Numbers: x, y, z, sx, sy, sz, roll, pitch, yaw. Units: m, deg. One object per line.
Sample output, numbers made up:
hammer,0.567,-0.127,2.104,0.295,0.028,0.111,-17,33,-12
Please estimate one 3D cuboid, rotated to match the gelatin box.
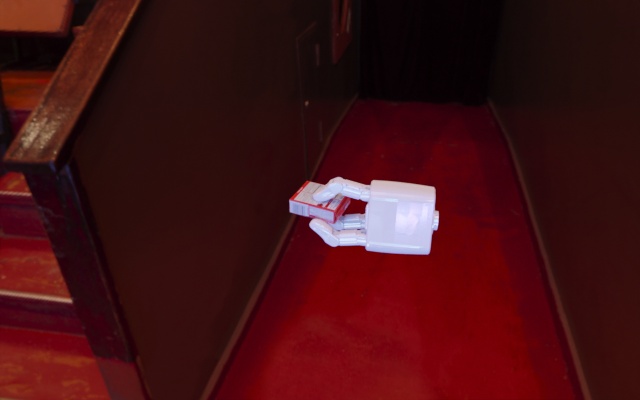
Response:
gelatin box,0.000,0.002,0.839,0.089,0.030,0.073,14,35,19
